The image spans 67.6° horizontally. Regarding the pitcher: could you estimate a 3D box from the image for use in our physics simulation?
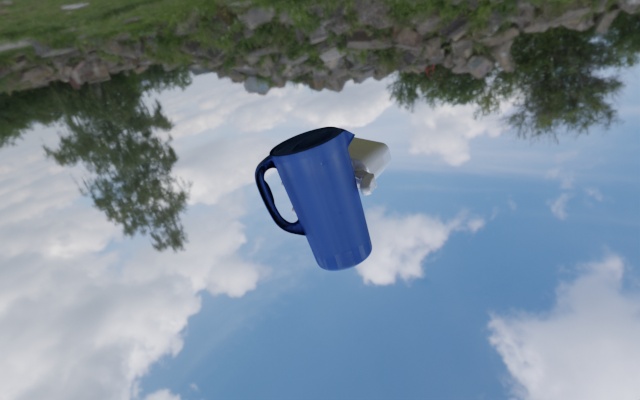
[{"bbox_3d":[0.000,0.003,0.847,0.149,0.243,0.145,-4,24,35],"label":"pitcher"}]
